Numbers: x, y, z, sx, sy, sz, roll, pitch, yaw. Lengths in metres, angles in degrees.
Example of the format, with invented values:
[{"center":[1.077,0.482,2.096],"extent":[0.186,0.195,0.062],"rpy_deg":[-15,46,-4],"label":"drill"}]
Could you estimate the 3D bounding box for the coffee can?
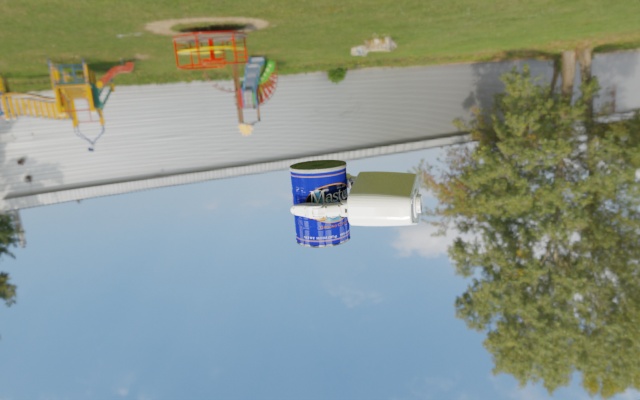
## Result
[{"center":[0.000,0.003,0.870],"extent":[0.103,0.140,0.102],"rpy_deg":[-4,14,1],"label":"coffee can"}]
